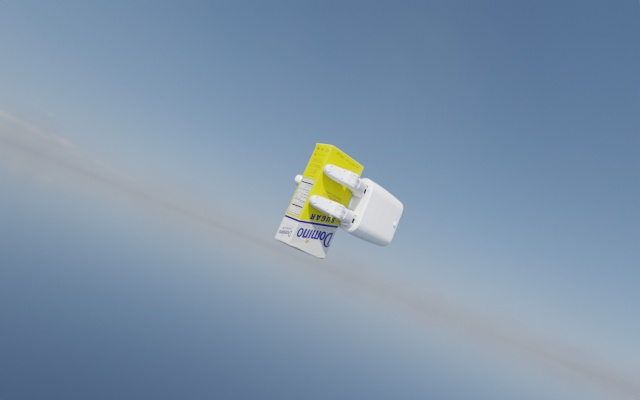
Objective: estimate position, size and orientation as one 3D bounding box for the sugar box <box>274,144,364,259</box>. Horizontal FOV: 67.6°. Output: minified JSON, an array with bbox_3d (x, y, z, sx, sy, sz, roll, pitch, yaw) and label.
[{"bbox_3d":[0.001,0.003,0.799,0.048,0.176,0.093,14,-10,46],"label":"sugar box"}]
